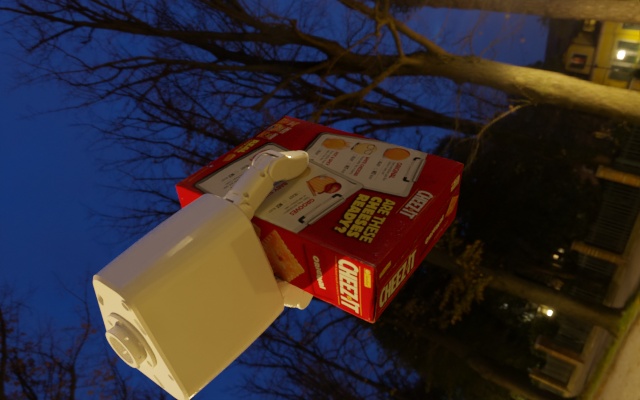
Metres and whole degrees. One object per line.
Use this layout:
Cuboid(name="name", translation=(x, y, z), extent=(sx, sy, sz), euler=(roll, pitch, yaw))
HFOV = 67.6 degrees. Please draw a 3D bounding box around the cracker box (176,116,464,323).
Cuboid(name="cracker box", translation=(0.000, 0.001, 0.453), extent=(0.213, 0.072, 0.164), euler=(20, 42, 30))
